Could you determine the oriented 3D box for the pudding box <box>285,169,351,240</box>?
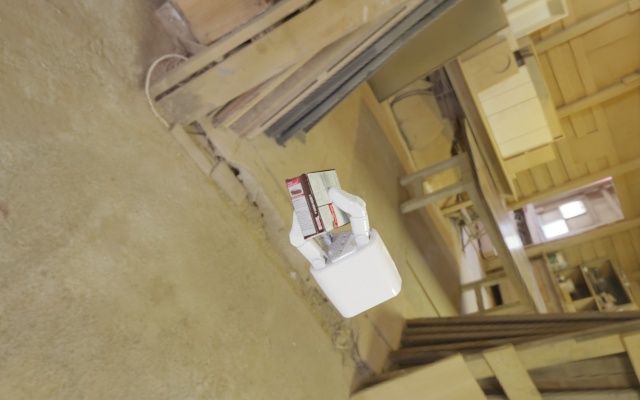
[{"bbox_3d":[0.000,0.002,0.702,0.039,0.090,0.113,-19,-2,23],"label":"pudding box"}]
